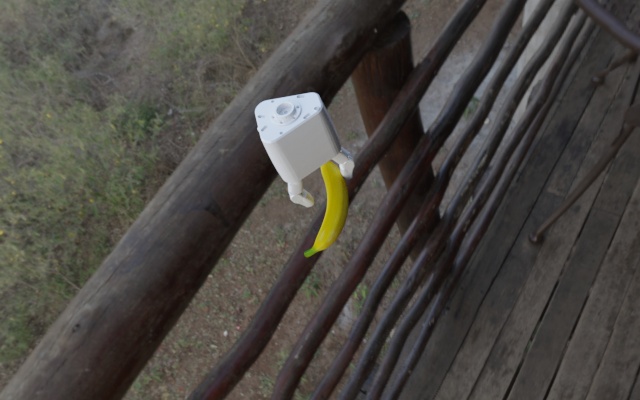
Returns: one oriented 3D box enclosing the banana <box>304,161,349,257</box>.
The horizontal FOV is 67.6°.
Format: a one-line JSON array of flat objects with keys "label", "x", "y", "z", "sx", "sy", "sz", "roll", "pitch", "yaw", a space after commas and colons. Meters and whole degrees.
[{"label": "banana", "x": 0.017, "y": 0.006, "z": 0.845, "sx": 0.069, "sy": 0.197, "sz": 0.037, "roll": 0, "pitch": -31, "yaw": 19}]
